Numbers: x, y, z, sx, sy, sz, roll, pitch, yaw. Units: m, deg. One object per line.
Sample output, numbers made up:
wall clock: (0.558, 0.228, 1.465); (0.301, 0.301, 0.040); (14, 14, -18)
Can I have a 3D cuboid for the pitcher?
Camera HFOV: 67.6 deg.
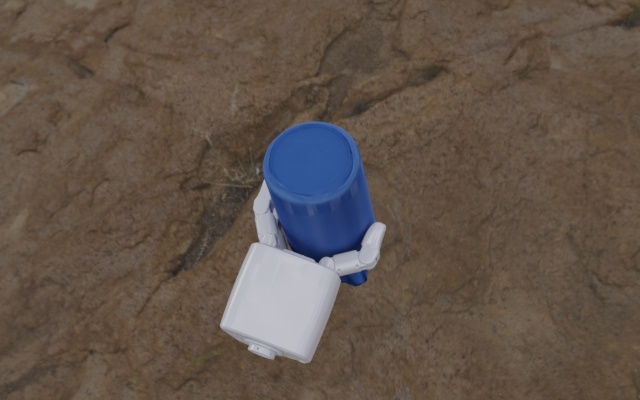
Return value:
pitcher: (0.000, 0.002, 0.619); (0.149, 0.145, 0.243); (13, -25, 15)
